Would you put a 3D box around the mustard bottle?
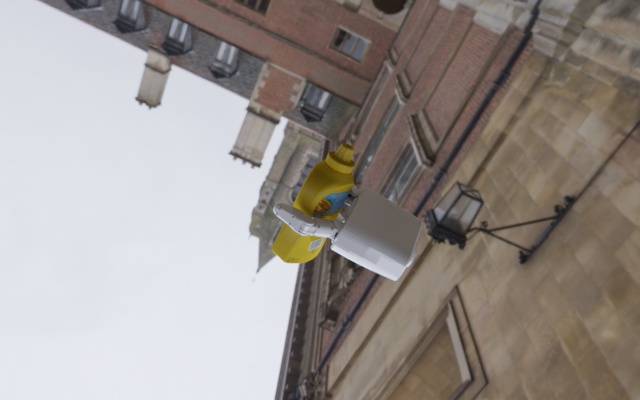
[{"bbox_3d":[0.000,0.002,0.700,0.058,0.192,0.096,40,29,25],"label":"mustard bottle"}]
